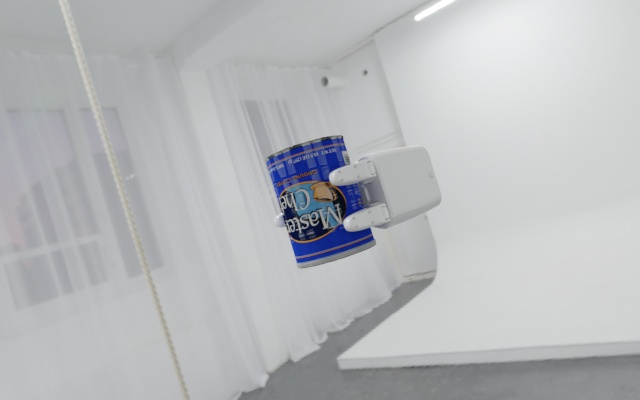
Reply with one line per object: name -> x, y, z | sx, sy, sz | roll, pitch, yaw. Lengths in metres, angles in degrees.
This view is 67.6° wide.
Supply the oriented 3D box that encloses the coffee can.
coffee can -> 0.000, 0.002, 0.593 | 0.103, 0.140, 0.103 | -17, -1, 0
